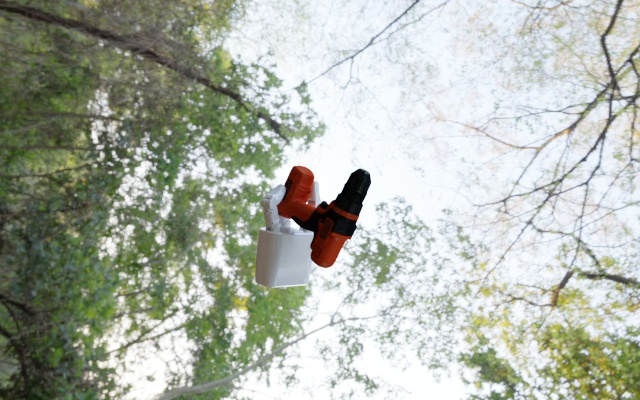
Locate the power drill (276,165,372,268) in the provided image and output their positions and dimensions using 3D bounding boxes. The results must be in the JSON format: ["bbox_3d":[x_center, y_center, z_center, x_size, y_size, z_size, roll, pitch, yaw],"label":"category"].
[{"bbox_3d":[0.000,0.003,0.861,0.057,0.184,0.187,18,13,-39],"label":"power drill"}]
